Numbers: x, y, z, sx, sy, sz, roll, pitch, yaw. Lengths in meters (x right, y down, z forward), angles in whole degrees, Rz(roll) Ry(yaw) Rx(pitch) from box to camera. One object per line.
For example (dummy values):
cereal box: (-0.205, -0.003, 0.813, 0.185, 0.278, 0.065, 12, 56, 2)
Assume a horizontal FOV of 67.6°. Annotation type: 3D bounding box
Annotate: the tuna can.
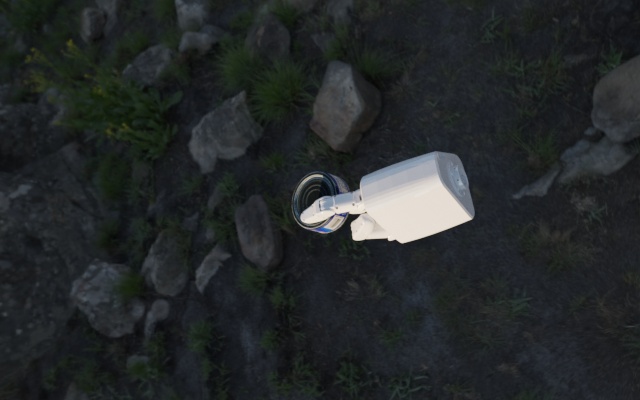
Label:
tuna can: (0.000, 0.002, 0.682, 0.086, 0.086, 0.034, 0, -10, 40)
